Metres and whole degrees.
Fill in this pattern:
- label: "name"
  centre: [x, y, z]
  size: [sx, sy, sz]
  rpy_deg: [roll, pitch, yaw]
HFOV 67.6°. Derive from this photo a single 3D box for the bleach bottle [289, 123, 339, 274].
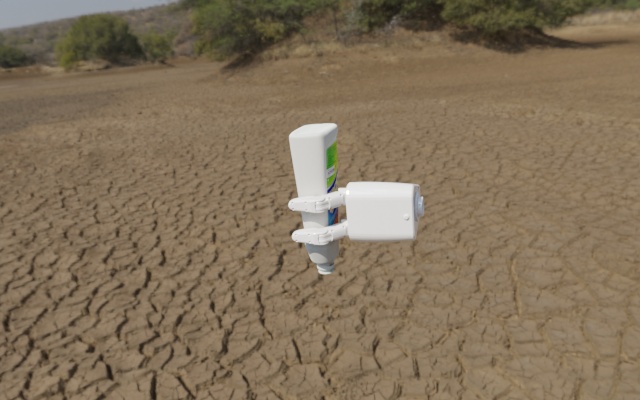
- label: "bleach bottle"
  centre: [0.000, 0.003, 0.811]
  size: [0.068, 0.251, 0.102]
  rpy_deg: [0, 19, 18]
